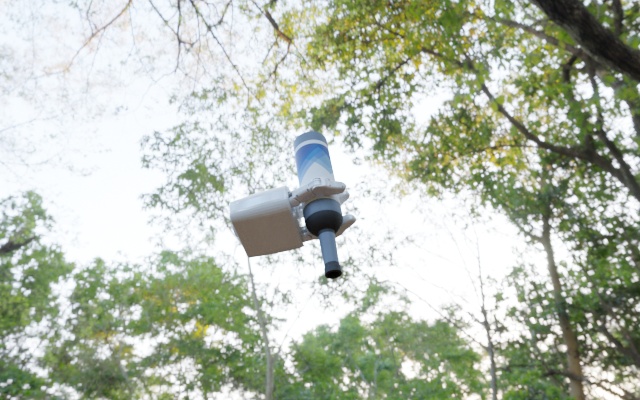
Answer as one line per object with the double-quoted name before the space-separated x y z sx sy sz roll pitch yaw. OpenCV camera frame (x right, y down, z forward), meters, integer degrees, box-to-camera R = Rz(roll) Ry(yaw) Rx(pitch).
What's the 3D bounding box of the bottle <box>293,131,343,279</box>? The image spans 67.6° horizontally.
"bottle" 0.000 0.002 0.834 0.069 0.295 0.069 -6 -39 -5
